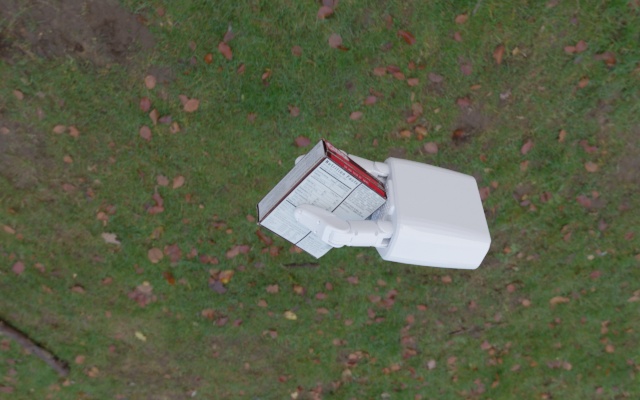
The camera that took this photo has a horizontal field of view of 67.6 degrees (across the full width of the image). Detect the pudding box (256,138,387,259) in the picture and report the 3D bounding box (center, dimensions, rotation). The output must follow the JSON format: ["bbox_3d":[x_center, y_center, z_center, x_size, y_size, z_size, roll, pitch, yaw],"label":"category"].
[{"bbox_3d":[0.000,0.002,0.508,0.090,0.113,0.039,34,25,-27],"label":"pudding box"}]
